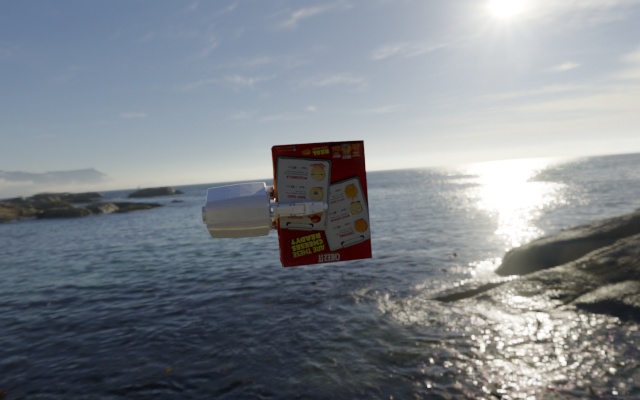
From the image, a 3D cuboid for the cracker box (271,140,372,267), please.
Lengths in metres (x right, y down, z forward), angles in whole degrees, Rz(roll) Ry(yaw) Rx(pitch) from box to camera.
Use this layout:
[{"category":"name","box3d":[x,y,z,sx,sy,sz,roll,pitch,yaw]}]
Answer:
[{"category":"cracker box","box3d":[0.000,0.003,0.864,0.164,0.214,0.072,-5,3,-8]}]
